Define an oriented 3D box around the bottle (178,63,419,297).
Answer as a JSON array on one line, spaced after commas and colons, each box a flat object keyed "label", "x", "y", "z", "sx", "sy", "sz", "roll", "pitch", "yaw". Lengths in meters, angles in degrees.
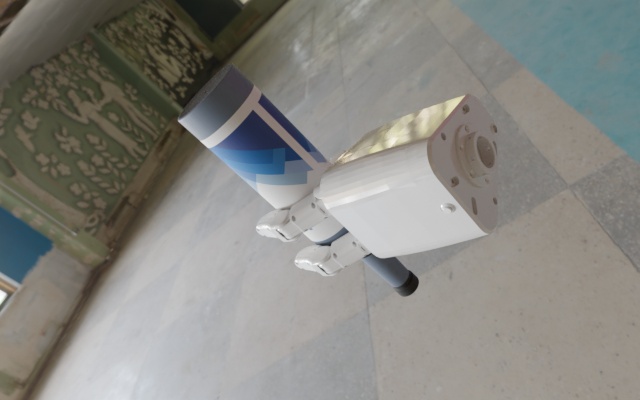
[{"label": "bottle", "x": 0.000, "y": 0.001, "z": 0.459, "sx": 0.296, "sy": 0.069, "sz": 0.069, "roll": 44, "pitch": -22, "yaw": -25}]
